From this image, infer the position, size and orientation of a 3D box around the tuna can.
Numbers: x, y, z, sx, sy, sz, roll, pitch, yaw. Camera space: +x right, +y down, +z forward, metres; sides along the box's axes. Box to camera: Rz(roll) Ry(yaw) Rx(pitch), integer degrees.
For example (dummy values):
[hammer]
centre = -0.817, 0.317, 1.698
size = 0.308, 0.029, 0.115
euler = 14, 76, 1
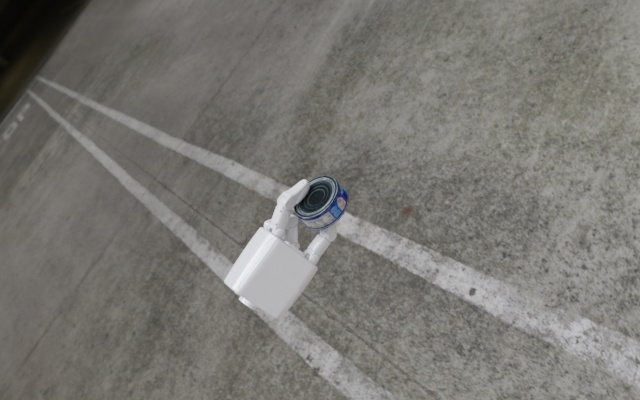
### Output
[tuna can]
centre = 0.000, 0.002, 0.761
size = 0.086, 0.086, 0.034
euler = 0, -35, 40
